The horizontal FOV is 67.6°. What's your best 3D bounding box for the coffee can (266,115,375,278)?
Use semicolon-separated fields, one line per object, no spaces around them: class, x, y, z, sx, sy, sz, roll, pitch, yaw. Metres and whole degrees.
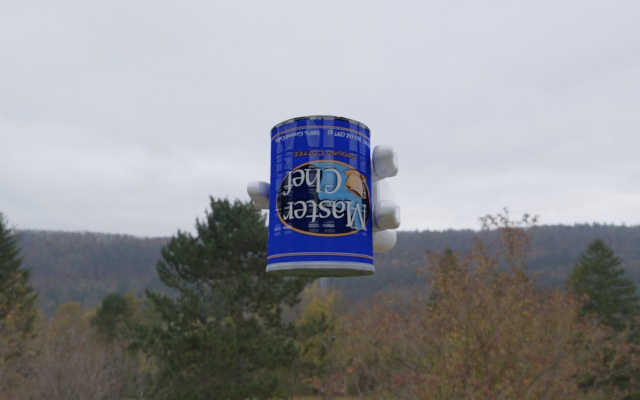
coffee can;0.000;0.002;0.467;0.103;0.140;0.103;0;-13;0
